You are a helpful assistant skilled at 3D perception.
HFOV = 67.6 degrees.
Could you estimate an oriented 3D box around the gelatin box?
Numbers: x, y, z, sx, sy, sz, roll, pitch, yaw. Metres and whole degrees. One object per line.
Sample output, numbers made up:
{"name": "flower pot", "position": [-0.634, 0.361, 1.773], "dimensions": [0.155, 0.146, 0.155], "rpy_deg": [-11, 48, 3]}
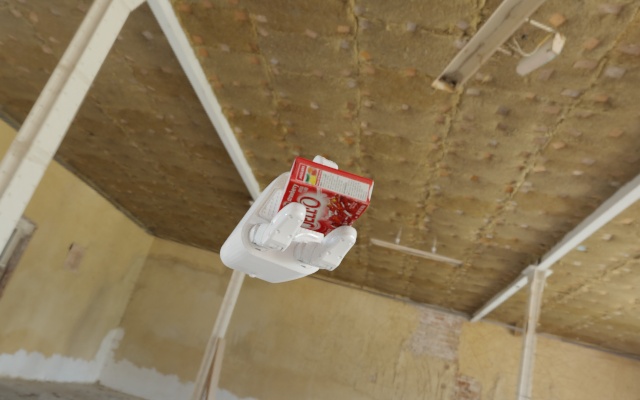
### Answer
{"name": "gelatin box", "position": [0.000, 0.001, 0.451], "dimensions": [0.073, 0.030, 0.089], "rpy_deg": [17, -29, -7]}
